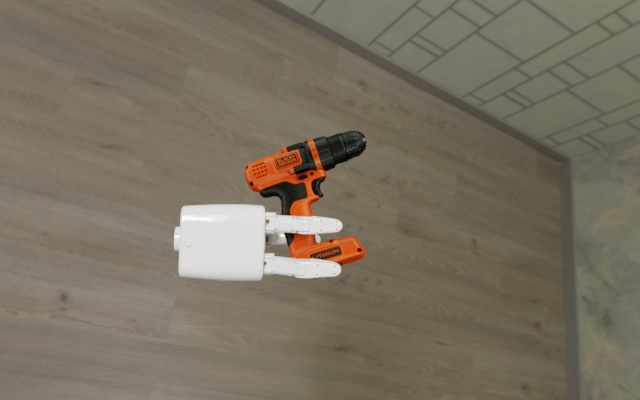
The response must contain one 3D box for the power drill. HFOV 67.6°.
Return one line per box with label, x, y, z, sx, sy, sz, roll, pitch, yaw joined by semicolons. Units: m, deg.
power drill;0.000;0.003;0.680;0.184;0.187;0.057;-19;-17;2
